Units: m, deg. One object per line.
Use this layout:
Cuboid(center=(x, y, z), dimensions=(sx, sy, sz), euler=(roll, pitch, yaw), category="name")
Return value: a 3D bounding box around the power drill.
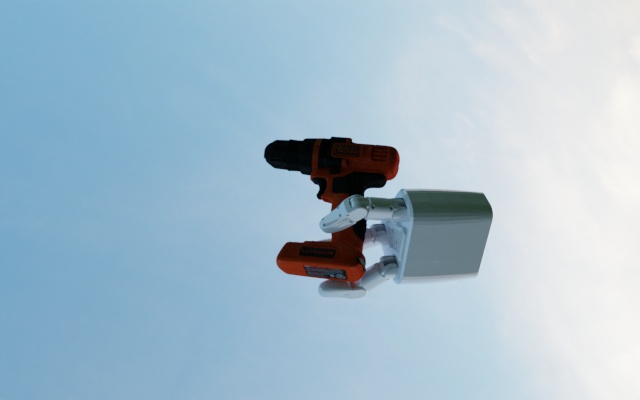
Cuboid(center=(0.000, 0.002, 0.607), dimensions=(0.184, 0.187, 0.057), euler=(5, -26, 14), category="power drill")
